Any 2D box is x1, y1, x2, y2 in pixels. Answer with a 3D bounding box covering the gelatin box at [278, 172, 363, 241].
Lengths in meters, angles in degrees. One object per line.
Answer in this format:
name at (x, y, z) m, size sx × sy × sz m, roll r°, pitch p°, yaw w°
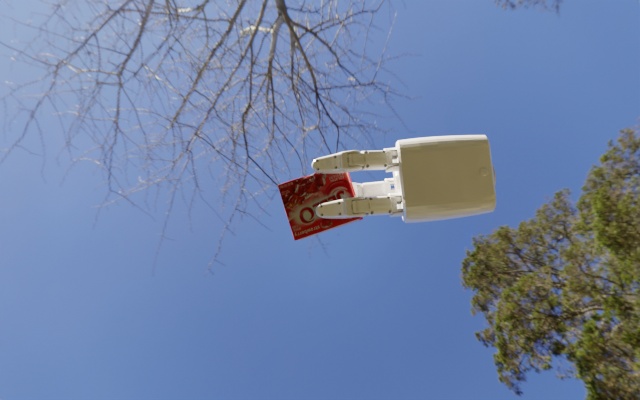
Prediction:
gelatin box at (0.000, 0.002, 0.593) m, size 0.089 × 0.073 × 0.030 m, roll -19°, pitch -6°, yaw 9°
